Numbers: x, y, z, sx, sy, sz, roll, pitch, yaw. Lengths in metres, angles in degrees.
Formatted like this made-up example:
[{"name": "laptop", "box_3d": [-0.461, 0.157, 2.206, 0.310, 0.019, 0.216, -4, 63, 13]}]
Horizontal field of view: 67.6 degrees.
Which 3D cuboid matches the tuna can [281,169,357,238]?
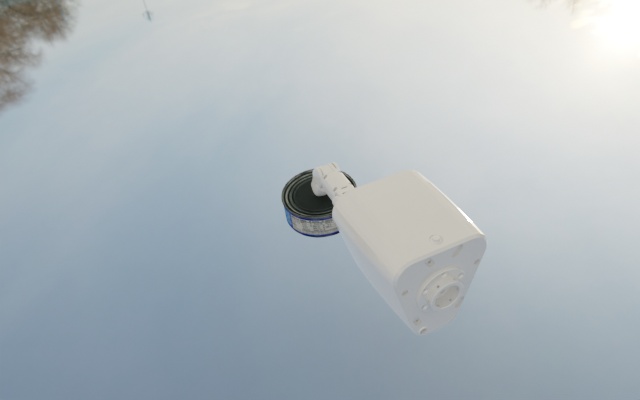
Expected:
[{"name": "tuna can", "box_3d": [0.000, 0.002, 0.546, 0.086, 0.034, 0.086, -5, 41, 4]}]
